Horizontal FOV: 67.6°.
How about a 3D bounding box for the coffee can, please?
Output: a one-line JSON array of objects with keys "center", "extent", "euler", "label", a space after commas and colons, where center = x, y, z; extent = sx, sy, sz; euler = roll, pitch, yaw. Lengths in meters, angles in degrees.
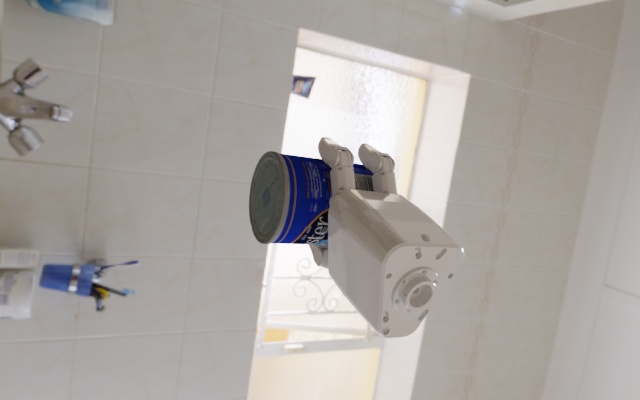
[{"center": [0.000, 0.002, 0.557], "extent": [0.140, 0.103, 0.103], "euler": [5, -2, -28], "label": "coffee can"}]
